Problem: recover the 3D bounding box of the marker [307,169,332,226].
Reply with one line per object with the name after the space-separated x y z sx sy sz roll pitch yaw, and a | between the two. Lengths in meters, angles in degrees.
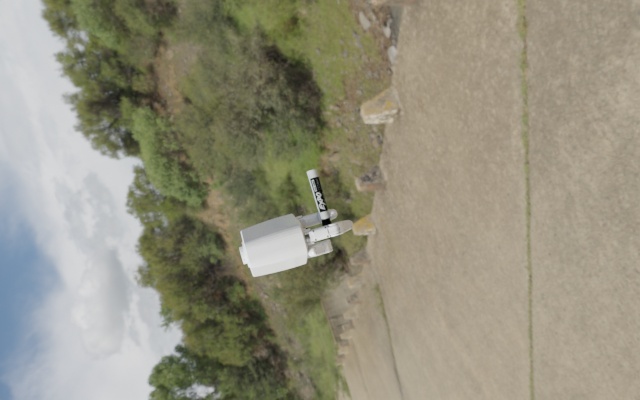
0.000 0.003 0.867 0.020 0.121 0.020 -16 -3 -1 | marker
